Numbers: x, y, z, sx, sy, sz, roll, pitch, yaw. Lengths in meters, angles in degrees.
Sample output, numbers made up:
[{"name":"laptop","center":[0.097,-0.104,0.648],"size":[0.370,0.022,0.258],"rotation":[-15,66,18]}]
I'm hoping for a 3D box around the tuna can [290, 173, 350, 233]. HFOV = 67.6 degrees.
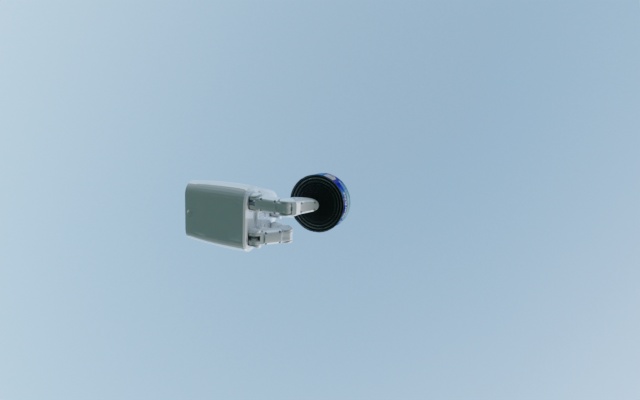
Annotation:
[{"name":"tuna can","center":[0.000,0.002,0.708],"size":[0.086,0.086,0.033],"rotation":[0,9,23]}]
